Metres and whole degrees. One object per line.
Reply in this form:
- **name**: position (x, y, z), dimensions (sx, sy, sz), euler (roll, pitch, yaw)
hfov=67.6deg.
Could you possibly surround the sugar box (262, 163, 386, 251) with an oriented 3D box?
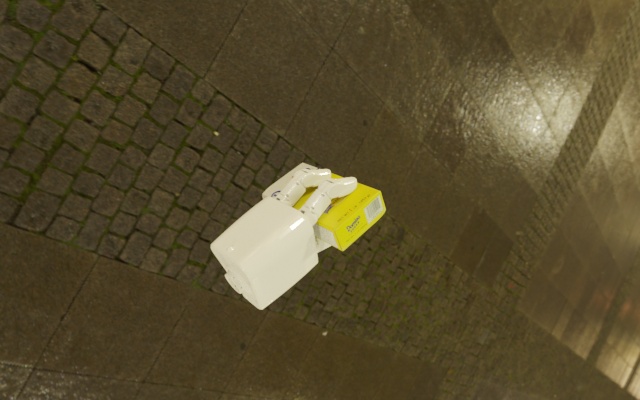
- **sugar box**: position (0.000, 0.002, 0.700), dimensions (0.093, 0.048, 0.176), euler (-39, 41, -25)
